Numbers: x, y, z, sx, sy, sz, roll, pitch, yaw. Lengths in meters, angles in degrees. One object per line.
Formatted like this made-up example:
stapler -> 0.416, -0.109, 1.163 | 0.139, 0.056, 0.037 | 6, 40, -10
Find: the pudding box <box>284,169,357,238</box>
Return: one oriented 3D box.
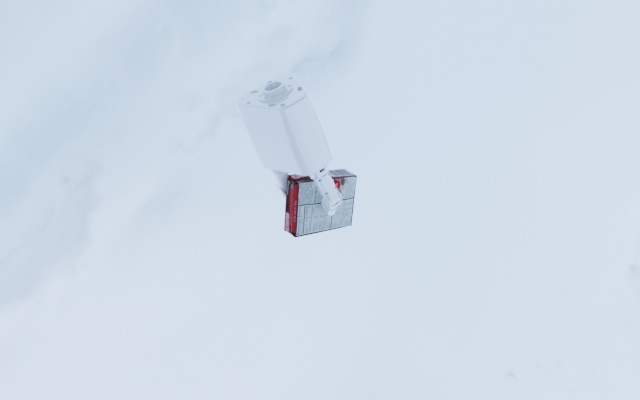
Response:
pudding box -> 0.000, 0.002, 0.740 | 0.113, 0.090, 0.039 | -8, 24, -32
